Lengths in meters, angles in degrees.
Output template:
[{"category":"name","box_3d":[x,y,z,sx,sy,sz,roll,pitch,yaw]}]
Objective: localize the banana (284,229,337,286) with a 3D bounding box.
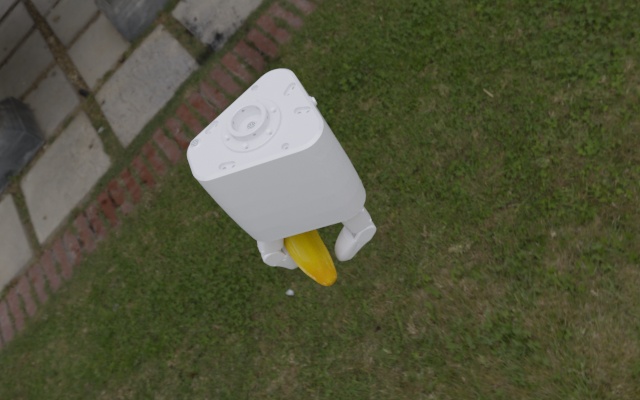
[{"category":"banana","box_3d":[-0.018,0.001,0.513,0.069,0.197,0.037,-6,-36,10]}]
